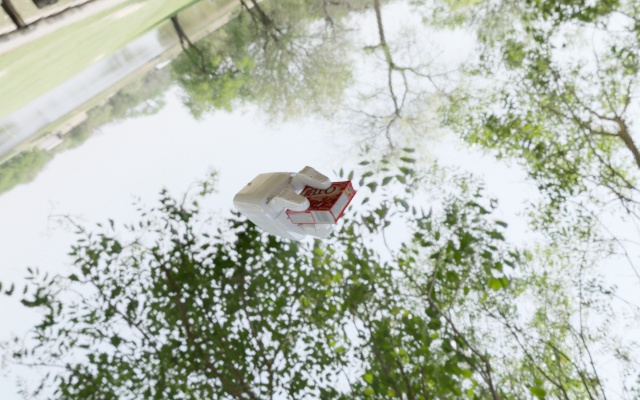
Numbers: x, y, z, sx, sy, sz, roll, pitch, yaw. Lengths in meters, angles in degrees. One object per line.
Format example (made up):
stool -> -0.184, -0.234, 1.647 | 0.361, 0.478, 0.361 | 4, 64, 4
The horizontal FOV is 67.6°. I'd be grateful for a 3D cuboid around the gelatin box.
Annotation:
gelatin box -> 0.001, 0.003, 0.739 | 0.089, 0.030, 0.073 | -2, 38, 38
